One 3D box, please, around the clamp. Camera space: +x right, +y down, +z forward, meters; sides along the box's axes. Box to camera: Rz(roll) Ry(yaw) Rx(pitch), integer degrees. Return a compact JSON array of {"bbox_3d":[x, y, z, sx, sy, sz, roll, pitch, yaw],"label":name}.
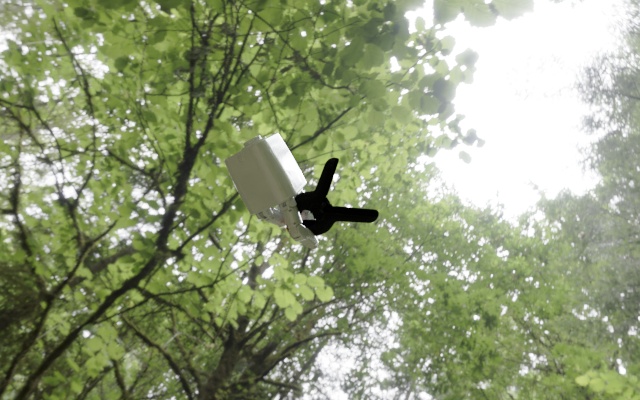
[{"bbox_3d":[0.000,0.002,0.783,0.171,0.120,0.039,-21,11,34],"label":"clamp"}]
